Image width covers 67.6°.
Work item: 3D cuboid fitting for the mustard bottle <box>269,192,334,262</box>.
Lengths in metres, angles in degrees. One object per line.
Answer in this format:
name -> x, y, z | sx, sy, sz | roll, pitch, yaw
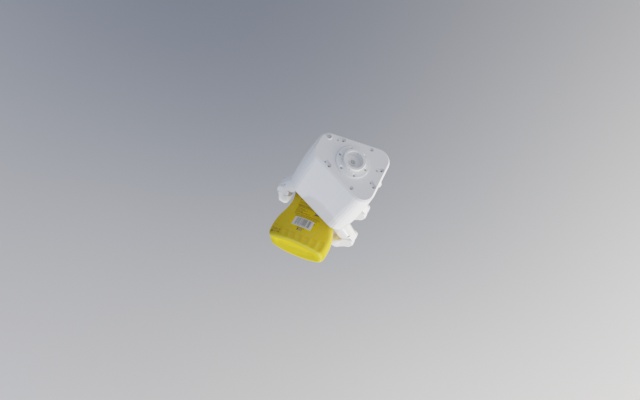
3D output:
mustard bottle -> 0.000, 0.003, 0.789 | 0.096, 0.191, 0.058 | 20, -30, 17
